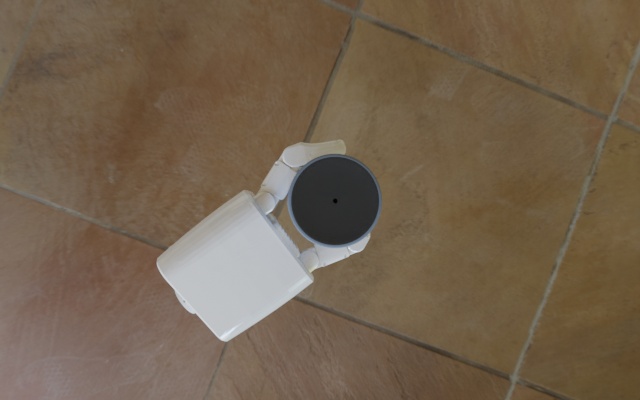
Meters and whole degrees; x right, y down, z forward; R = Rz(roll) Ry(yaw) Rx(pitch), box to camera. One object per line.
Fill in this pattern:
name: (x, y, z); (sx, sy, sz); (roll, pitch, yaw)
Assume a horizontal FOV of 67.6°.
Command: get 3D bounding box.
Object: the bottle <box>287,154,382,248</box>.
bottle: (0.000, 0.002, 0.479); (0.069, 0.069, 0.296); (0, 0, -4)
